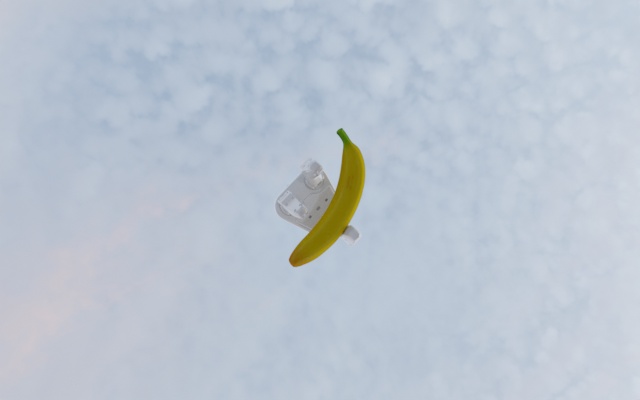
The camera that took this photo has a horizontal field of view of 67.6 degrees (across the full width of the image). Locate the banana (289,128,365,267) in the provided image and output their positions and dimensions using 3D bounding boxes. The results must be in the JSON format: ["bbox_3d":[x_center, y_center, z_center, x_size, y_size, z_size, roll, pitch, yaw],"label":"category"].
[{"bbox_3d":[0.018,0.005,0.658,0.069,0.198,0.037,20,-1,-16],"label":"banana"}]
